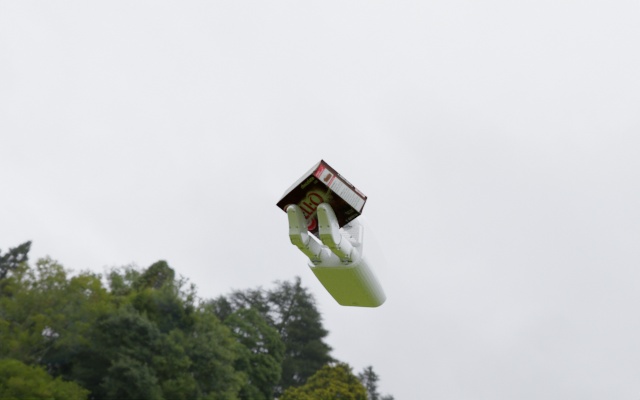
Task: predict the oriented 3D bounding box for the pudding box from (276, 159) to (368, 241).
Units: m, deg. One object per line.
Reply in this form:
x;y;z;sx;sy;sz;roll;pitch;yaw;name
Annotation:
0.000;0.002;0.686;0.090;0.039;0.113;39;-41;-11;pudding box
